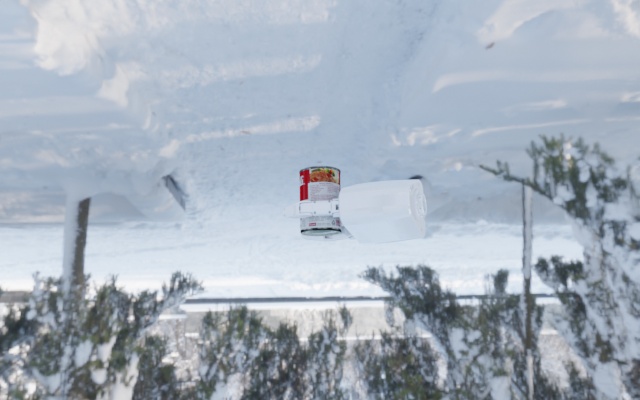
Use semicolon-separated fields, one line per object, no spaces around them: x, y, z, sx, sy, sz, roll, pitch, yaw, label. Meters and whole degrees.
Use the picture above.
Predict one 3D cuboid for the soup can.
0.000;0.003;0.766;0.068;0.102;0.068;-1;-12;0;soup can
